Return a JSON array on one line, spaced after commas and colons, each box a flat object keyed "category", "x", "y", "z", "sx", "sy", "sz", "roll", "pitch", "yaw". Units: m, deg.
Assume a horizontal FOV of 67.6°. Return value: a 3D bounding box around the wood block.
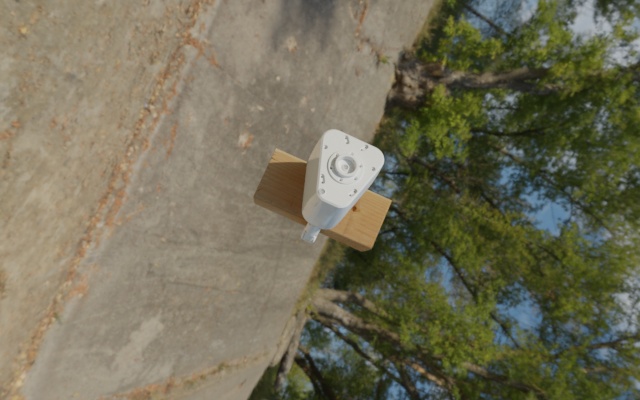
[{"category": "wood block", "x": 0.000, "y": 0.003, "z": 0.804, "sx": 0.206, "sy": 0.091, "sz": 0.090, "roll": 24, "pitch": -9, "yaw": -2}]
